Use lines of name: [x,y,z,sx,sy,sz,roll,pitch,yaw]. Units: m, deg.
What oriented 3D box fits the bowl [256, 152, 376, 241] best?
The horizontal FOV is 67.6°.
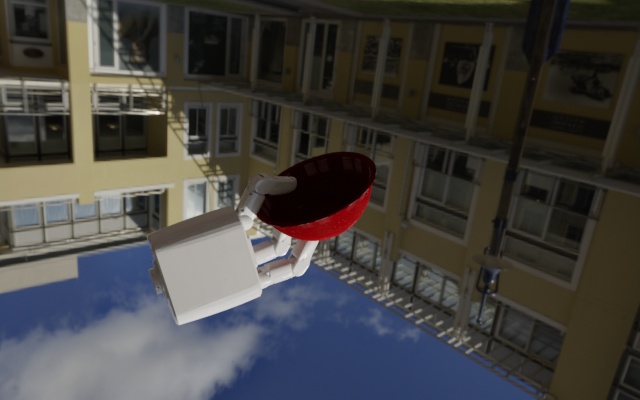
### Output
bowl: [0.001,0.002,0.611,0.162,0.055,0.162,-17,30,10]
